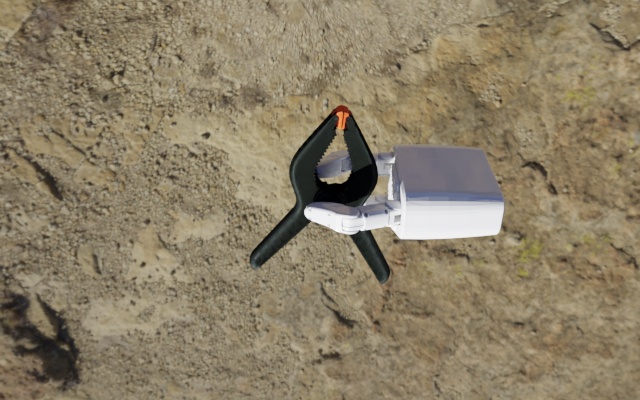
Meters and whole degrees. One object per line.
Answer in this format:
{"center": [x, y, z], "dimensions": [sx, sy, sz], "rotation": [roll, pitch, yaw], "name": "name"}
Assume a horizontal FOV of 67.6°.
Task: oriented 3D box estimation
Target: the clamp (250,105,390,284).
{"center": [0.000, 0.002, 0.523], "dimensions": [0.164, 0.210, 0.036], "rotation": [0, 26, 0], "name": "clamp"}
